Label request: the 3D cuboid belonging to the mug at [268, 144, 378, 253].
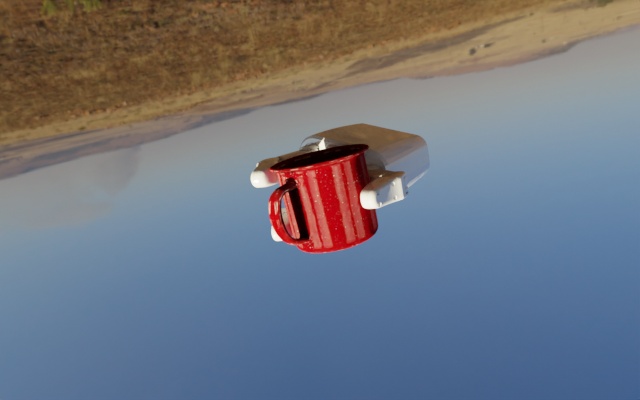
[{"bbox_3d":[-0.001,0.002,0.436,0.093,0.081,0.117,-2,17,41],"label":"mug"}]
